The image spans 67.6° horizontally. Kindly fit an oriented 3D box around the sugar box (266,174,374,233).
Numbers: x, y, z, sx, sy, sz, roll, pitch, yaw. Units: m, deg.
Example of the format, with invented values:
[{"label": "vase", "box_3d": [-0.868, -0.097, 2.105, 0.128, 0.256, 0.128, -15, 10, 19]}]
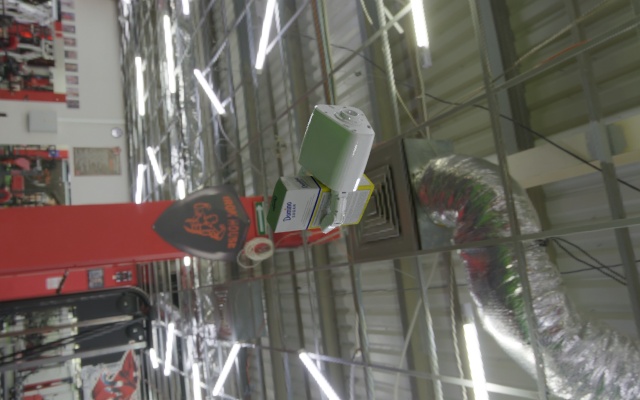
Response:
[{"label": "sugar box", "box_3d": [0.000, 0.002, 0.834, 0.176, 0.093, 0.048, -1, 38, -30]}]
